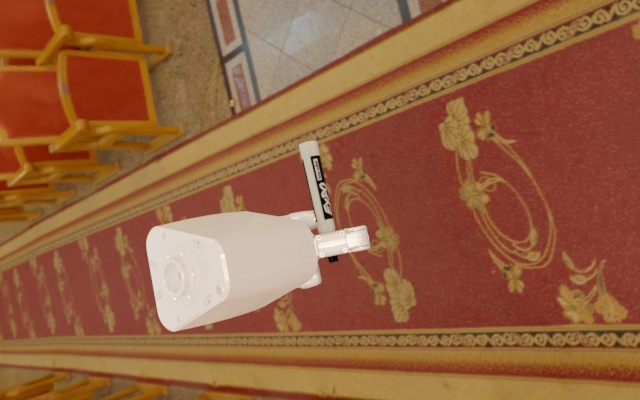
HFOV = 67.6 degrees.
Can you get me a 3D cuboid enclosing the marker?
[{"bbox_3d":[0.000,0.002,0.472,0.020,0.121,0.020,-12,-4,-1],"label":"marker"}]
